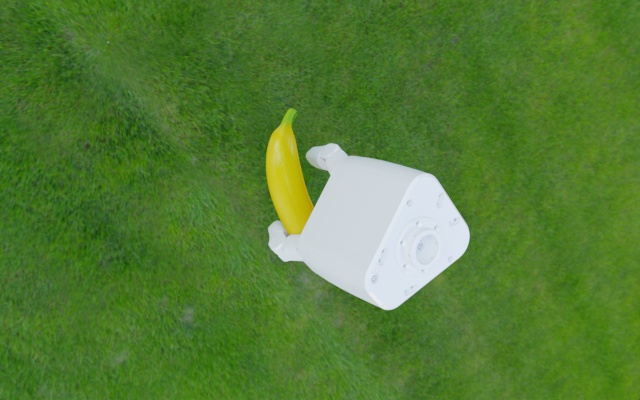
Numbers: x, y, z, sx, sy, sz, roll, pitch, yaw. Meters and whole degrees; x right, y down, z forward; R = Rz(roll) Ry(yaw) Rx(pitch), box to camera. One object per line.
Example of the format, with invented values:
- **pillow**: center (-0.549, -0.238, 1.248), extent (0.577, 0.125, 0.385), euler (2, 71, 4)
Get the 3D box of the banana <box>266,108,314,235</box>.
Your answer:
- **banana**: center (-0.015, 0.007, 0.504), extent (0.069, 0.198, 0.037), euler (-31, 21, -32)
